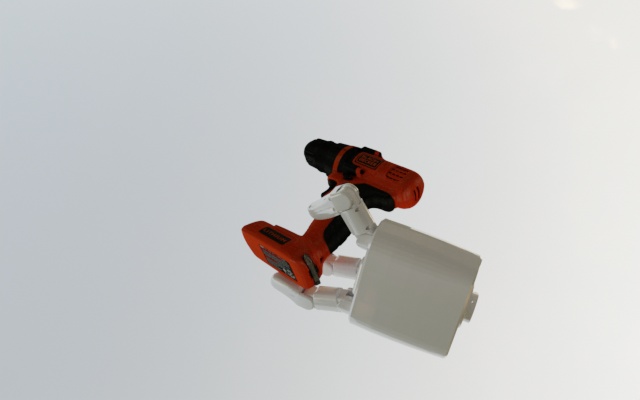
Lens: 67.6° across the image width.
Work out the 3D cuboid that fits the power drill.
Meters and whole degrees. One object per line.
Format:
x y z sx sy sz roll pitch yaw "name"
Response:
0.000 0.002 0.566 0.184 0.057 0.187 25 59 42 "power drill"
